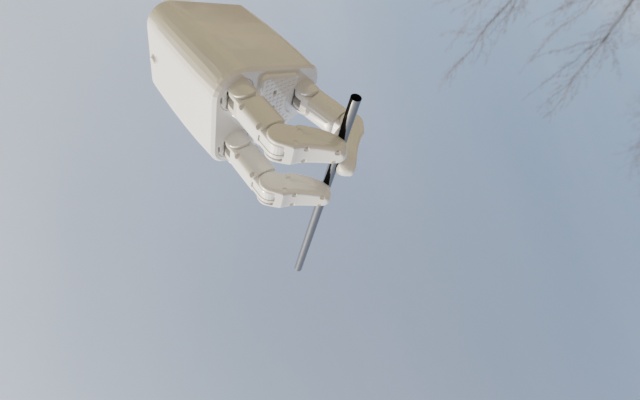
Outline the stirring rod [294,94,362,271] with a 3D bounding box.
[{"bbox_3d":[0.000,0.001,0.416,0.011,0.011,0.240,0,-36,-14],"label":"stirring rod"}]
